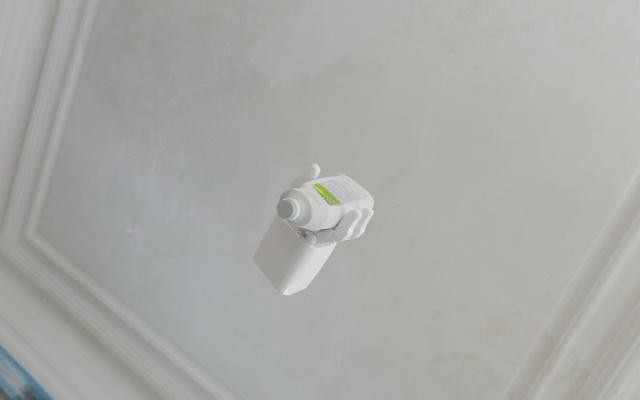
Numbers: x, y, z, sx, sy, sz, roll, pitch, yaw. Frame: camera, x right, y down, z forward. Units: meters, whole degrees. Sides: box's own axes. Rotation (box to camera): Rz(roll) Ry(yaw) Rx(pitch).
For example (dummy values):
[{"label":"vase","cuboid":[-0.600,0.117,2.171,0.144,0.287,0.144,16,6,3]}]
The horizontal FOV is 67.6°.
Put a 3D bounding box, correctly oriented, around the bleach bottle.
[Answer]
[{"label":"bleach bottle","cuboid":[0.000,0.003,0.788,0.102,0.068,0.251,38,18,20]}]
